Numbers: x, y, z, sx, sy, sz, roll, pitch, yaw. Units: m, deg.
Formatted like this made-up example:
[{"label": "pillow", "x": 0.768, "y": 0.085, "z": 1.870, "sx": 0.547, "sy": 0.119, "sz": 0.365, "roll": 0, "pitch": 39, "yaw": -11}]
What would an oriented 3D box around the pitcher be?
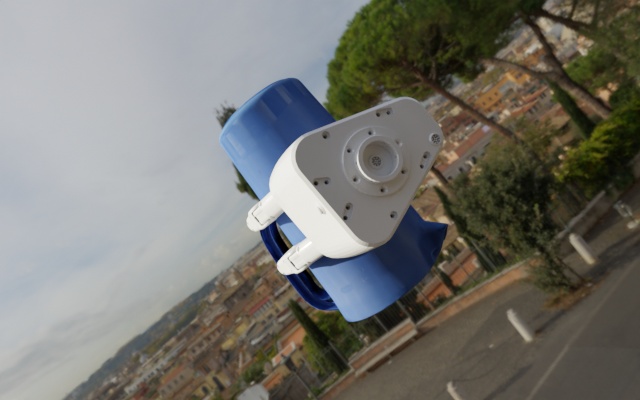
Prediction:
[{"label": "pitcher", "x": 0.000, "y": 0.002, "z": 0.510, "sx": 0.149, "sy": 0.243, "sz": 0.145, "roll": -39, "pitch": 1, "yaw": -13}]
